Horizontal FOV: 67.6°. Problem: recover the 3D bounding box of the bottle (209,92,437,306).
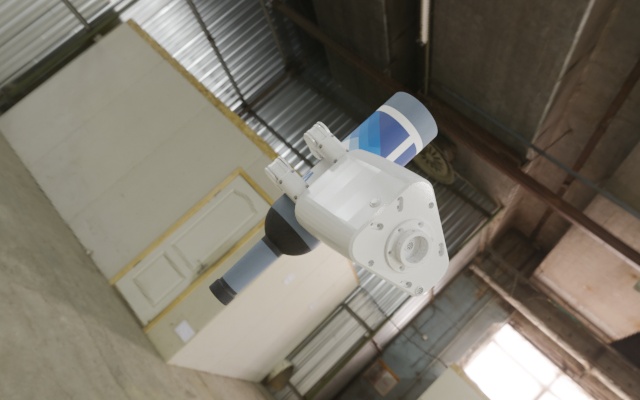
[{"bbox_3d":[0.000,0.002,0.518,0.295,0.069,0.069,-42,7,-8],"label":"bottle"}]
